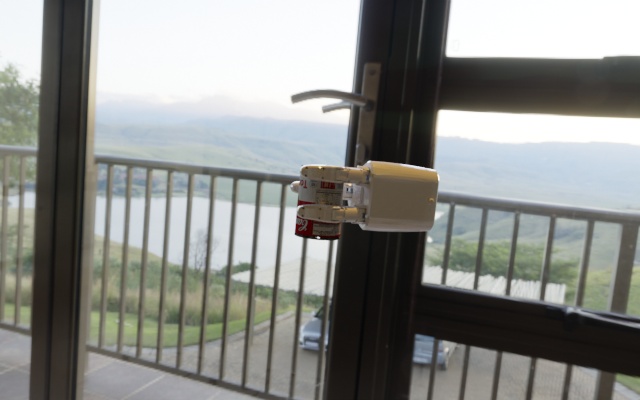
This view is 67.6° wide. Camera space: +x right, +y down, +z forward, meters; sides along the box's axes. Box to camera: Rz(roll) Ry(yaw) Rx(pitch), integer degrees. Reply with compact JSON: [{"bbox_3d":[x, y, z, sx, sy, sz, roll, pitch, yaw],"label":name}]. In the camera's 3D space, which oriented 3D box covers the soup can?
[{"bbox_3d":[0.000,0.002,0.693,0.068,0.102,0.068,5,5,0],"label":"soup can"}]
